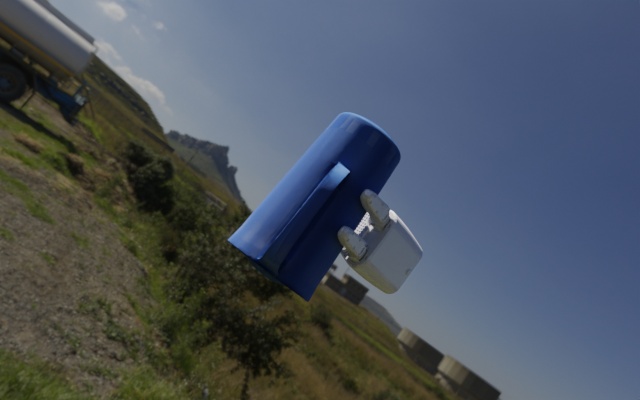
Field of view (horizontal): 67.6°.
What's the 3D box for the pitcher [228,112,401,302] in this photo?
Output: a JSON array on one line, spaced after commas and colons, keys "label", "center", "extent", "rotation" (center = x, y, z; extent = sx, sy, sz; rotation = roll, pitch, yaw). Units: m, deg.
[{"label": "pitcher", "center": [0.000, 0.002, 0.635], "extent": [0.149, 0.243, 0.145], "rotation": [27, -13, 48]}]
